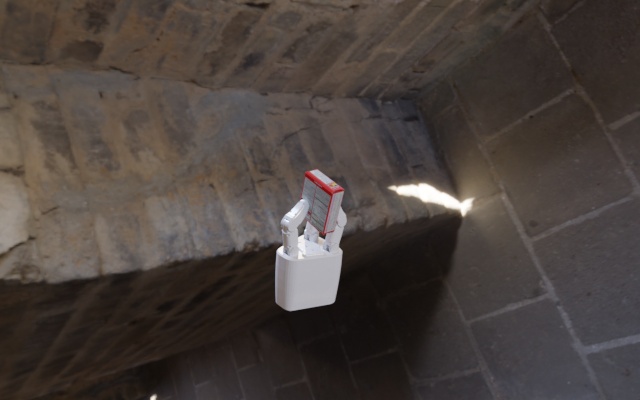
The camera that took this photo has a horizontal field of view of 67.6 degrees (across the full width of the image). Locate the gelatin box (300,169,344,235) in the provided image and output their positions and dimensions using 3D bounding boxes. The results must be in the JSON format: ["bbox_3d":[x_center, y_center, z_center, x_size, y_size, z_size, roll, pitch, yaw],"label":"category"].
[{"bbox_3d":[0.000,0.002,0.813,0.030,0.089,0.073,-17,42,-36],"label":"gelatin box"}]
